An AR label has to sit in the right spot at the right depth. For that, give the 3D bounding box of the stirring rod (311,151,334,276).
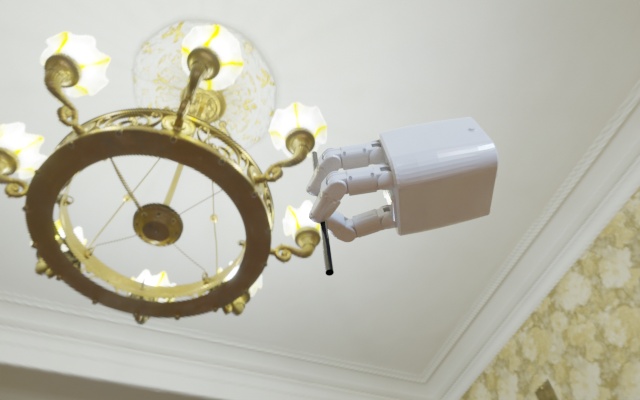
[{"bbox_3d":[0.000,0.002,0.541,0.011,0.011,0.239,0,33,-5],"label":"stirring rod"}]
